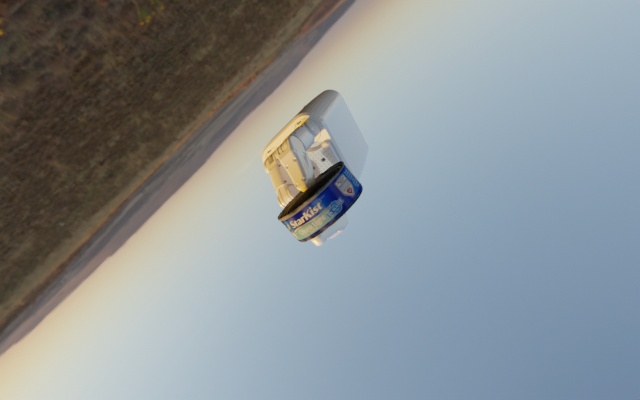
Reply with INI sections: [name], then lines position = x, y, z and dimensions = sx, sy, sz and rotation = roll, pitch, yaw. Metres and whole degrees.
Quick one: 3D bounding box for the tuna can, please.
[tuna can]
position = 0.000, 0.002, 0.473
dimensions = 0.086, 0.034, 0.086
rotation = -40, 10, 8
